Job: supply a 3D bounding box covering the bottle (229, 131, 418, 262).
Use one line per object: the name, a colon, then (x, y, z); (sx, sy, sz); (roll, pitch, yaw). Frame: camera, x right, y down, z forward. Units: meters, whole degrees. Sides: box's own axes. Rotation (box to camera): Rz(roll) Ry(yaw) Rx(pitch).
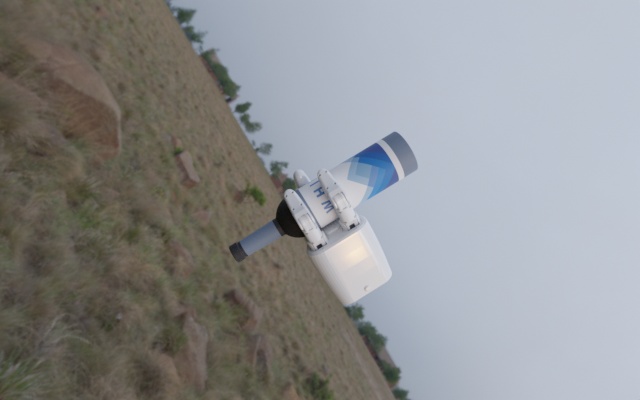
bottle: (0.000, 0.002, 0.699); (0.295, 0.069, 0.069); (-31, 2, -3)
